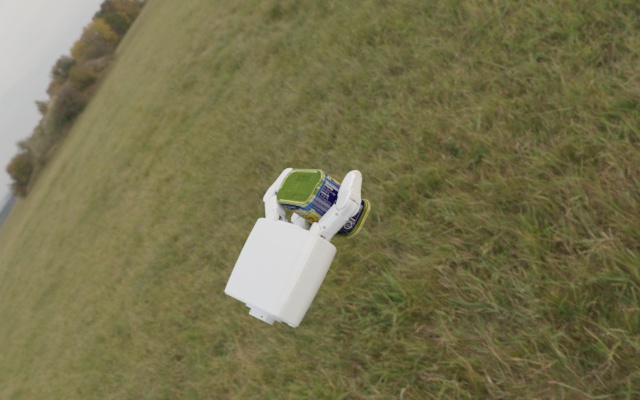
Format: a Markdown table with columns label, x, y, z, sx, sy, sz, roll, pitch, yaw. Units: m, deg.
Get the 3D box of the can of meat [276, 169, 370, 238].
| label | x | y | z | sx | sy | sz | roll | pitch | yaw |
| --- | --- | --- | --- | --- | --- | --- | --- | --- | --- |
| can of meat | 0.000 | 0.002 | 0.626 | 0.084 | 0.057 | 0.102 | 34 | -14 | -28 |
